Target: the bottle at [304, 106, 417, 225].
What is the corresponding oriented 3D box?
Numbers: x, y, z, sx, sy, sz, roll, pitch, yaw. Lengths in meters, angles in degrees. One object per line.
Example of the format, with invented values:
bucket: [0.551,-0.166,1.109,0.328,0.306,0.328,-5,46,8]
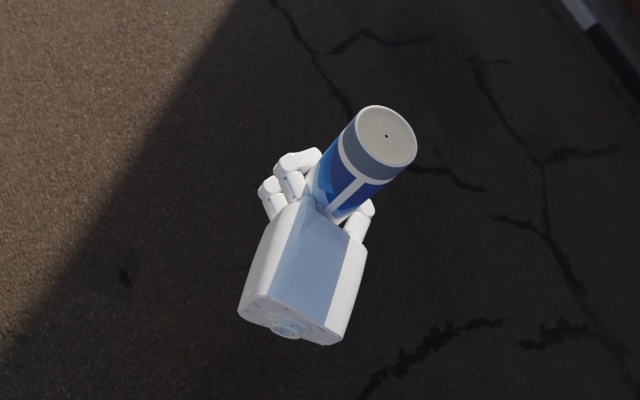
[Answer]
bottle: [0.000,0.002,0.553,0.069,0.069,0.296,0,-24,-27]
